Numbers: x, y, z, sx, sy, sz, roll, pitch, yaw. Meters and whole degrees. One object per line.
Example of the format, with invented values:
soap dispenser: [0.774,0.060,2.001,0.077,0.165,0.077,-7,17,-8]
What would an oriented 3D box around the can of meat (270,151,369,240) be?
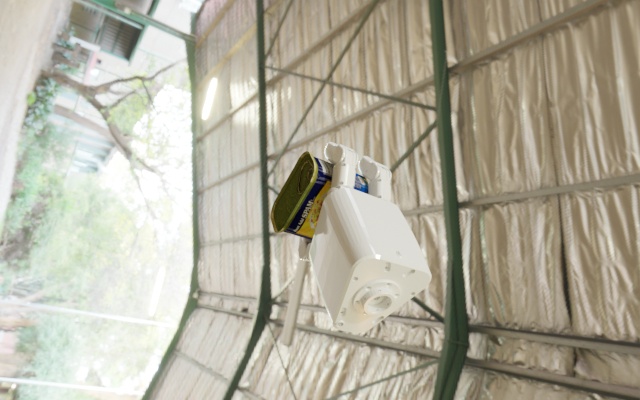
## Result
can of meat: [0.000,0.002,0.583,0.084,0.102,0.057,19,26,-27]
